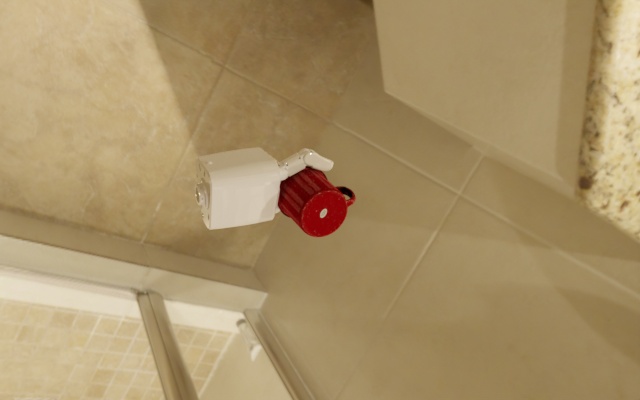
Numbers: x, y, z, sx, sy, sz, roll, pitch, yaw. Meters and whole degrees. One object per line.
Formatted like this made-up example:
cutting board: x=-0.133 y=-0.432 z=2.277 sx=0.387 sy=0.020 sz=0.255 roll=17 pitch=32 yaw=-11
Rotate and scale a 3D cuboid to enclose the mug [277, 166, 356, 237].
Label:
mug: x=0.002 y=0.002 z=0.744 sx=0.117 sy=0.093 sz=0.081 roll=-10 pitch=29 yaw=-24
